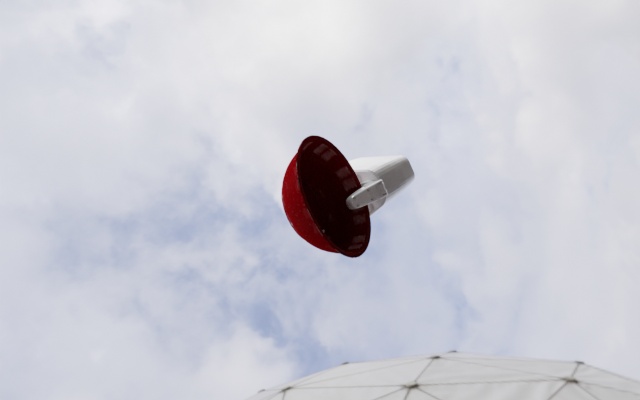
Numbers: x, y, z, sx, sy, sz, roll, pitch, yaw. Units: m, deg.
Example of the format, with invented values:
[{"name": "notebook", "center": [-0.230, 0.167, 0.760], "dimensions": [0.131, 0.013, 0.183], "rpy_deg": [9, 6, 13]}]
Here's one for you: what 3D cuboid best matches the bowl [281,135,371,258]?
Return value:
[{"name": "bowl", "center": [-0.001, 0.002, 0.604], "dimensions": [0.055, 0.162, 0.162], "rpy_deg": [-23, -11, 28]}]
